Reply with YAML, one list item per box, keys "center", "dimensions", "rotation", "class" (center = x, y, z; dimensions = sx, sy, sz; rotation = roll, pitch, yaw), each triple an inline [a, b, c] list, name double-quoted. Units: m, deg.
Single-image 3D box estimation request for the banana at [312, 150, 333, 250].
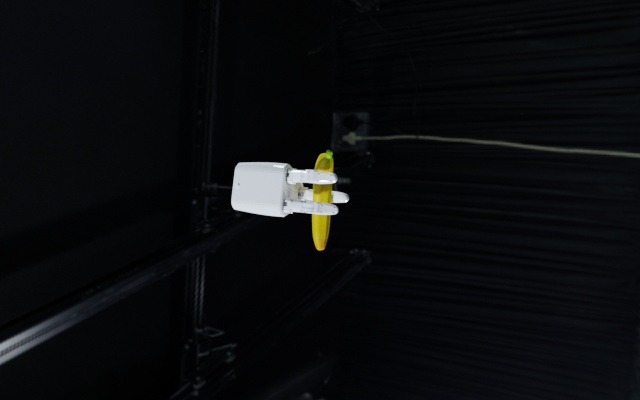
- center: [0.002, -0.006, 0.908]
  dimensions: [0.037, 0.198, 0.069]
  rotation: [5, 19, 4]
  class: "banana"
